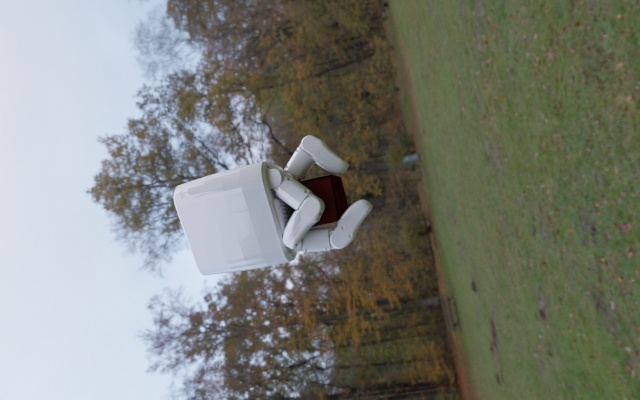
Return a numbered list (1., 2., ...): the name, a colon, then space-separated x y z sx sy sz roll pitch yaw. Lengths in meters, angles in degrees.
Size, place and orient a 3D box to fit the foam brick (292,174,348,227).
1. foam brick: 0.000 0.002 0.552 0.051 0.053 0.078 -13 -4 11
